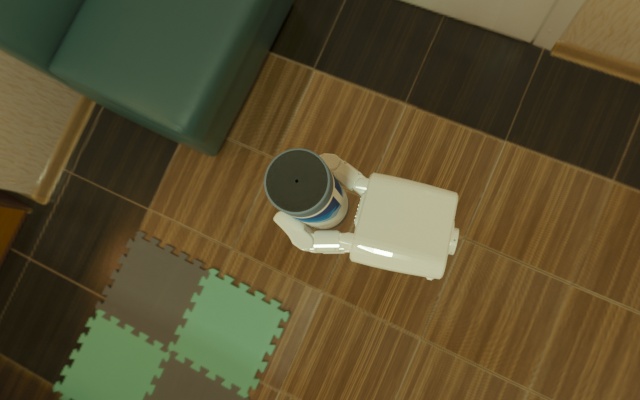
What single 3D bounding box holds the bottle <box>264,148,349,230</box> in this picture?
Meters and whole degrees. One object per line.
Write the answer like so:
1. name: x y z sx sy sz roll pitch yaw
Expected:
1. bottle: 0.000 0.002 0.610 0.069 0.069 0.296 0 -8 9
